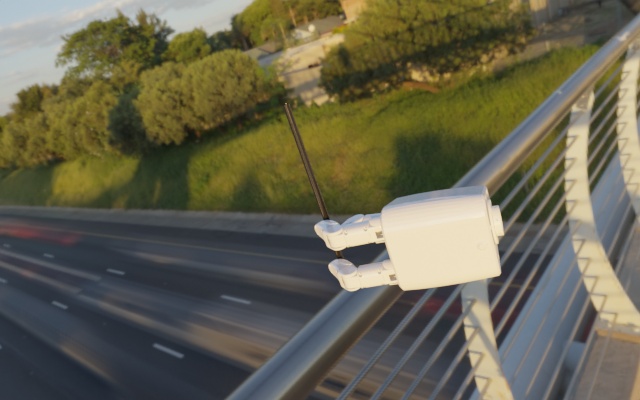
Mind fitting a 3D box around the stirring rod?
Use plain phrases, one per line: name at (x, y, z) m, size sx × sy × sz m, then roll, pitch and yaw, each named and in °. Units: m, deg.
stirring rod at (0.000, 0.002, 0.561) m, size 0.011 × 0.240 × 0.011 m, roll -17°, pitch 20°, yaw 6°
